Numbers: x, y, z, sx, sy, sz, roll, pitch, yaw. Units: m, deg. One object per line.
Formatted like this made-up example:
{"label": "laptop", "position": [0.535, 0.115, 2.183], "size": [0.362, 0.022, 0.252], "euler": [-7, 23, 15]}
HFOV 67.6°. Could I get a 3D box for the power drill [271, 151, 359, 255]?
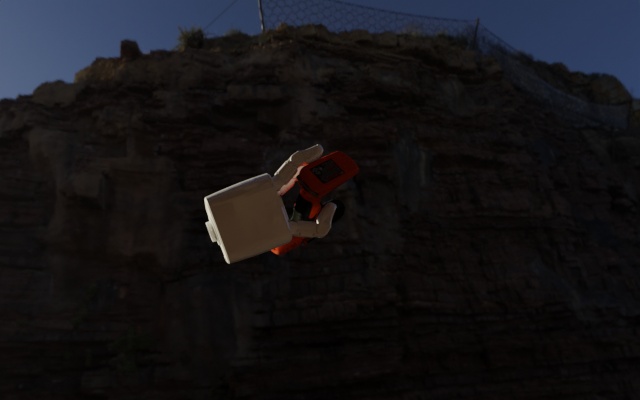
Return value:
{"label": "power drill", "position": [0.000, 0.003, 0.836], "size": [0.184, 0.057, 0.188], "euler": [-31, -24, -39]}
